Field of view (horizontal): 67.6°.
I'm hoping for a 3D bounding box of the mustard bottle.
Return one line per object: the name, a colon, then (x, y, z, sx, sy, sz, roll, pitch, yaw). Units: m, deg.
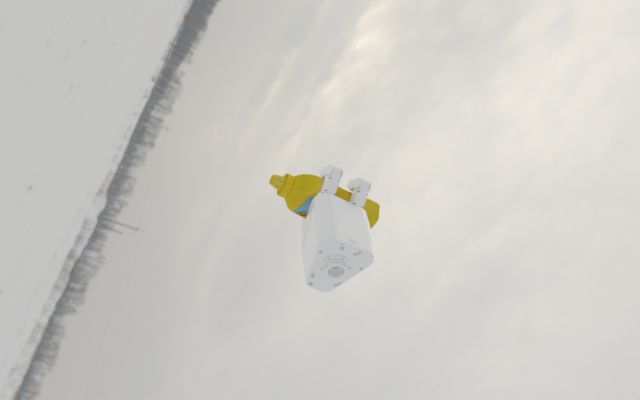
mustard bottle: (0.000, 0.003, 0.820, 0.192, 0.058, 0.096, 24, -34, -21)
